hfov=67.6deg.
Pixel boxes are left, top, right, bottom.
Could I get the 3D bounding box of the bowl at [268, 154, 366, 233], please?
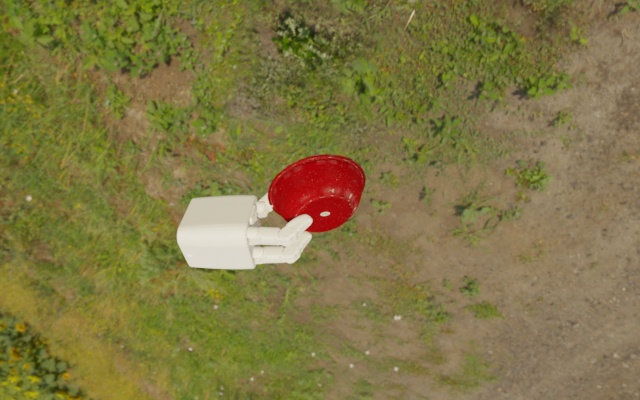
[{"bbox_3d":[0.001,0.002,0.753,0.162,0.055,0.162,-10,-38,-8],"label":"bowl"}]
